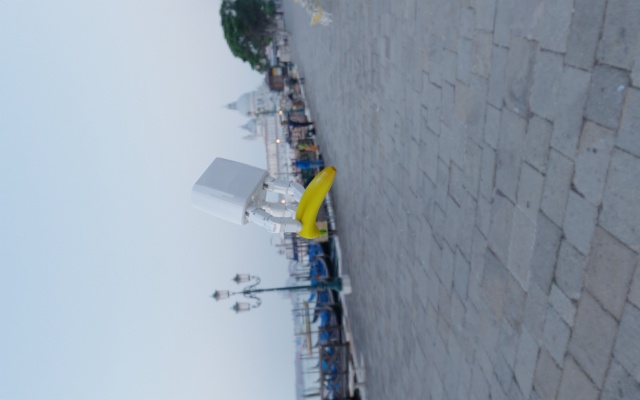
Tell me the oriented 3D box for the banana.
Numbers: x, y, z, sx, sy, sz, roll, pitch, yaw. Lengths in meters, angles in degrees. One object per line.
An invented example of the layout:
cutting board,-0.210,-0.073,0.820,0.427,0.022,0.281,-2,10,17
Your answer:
banana,-0.013,0.015,0.840,0.069,0.037,0.198,-37,-24,-28
